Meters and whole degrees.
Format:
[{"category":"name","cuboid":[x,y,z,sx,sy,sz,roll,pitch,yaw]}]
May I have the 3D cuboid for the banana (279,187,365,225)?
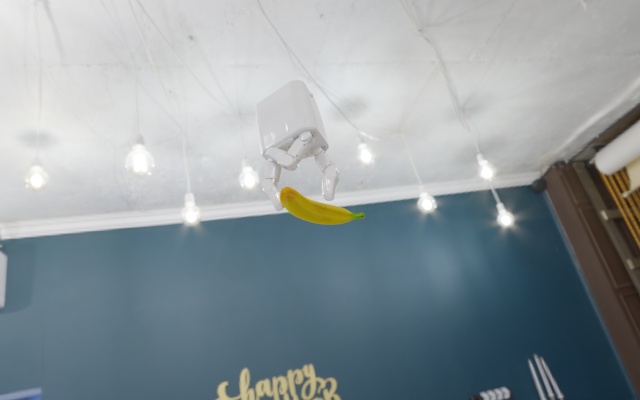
[{"category":"banana","cuboid":[-0.011,0.011,0.821,0.070,0.037,0.198,-31,-31,35]}]
